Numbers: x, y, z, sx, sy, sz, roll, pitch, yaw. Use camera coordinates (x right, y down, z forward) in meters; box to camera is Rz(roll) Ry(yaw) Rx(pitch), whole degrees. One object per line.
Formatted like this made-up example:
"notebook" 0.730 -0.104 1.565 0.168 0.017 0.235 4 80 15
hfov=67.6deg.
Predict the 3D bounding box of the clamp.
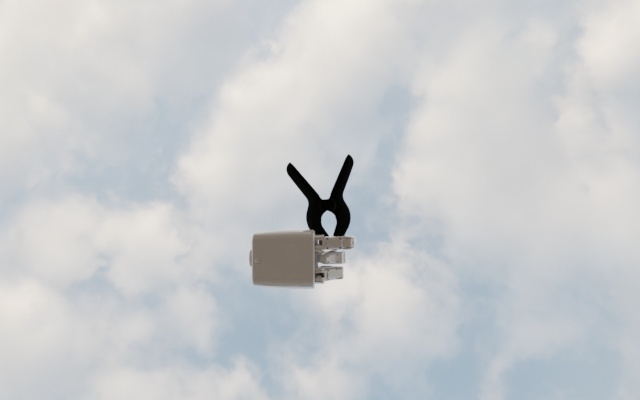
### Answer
"clamp" 0.000 0.003 0.845 0.120 0.171 0.039 0 -5 -1
